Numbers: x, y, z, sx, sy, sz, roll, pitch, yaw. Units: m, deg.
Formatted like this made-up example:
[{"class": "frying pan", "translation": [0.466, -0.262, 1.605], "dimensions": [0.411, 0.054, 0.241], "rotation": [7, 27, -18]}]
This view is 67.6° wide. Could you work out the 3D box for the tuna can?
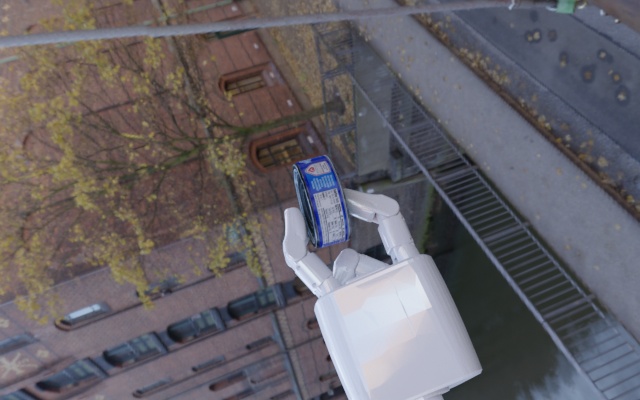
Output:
[{"class": "tuna can", "translation": [-0.001, 0.002, 0.456], "dimensions": [0.034, 0.086, 0.086], "rotation": [-15, 2, -8]}]
